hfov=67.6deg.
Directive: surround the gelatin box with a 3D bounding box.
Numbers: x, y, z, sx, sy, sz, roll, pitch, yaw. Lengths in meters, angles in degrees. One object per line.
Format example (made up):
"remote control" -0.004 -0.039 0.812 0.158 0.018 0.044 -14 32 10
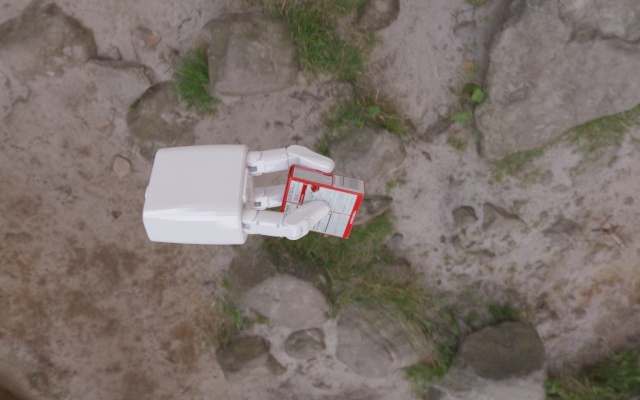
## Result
"gelatin box" 0.000 0.002 0.560 0.089 0.073 0.030 13 40 -5
